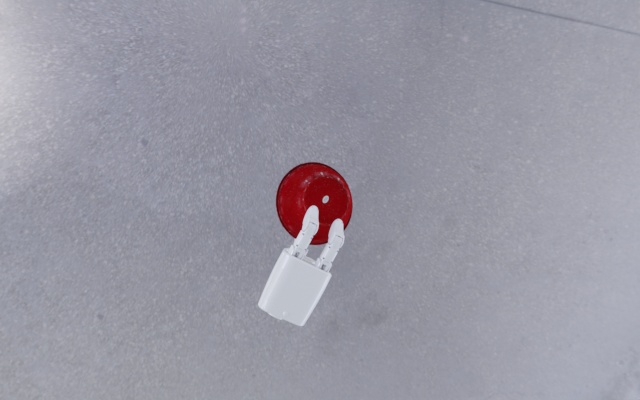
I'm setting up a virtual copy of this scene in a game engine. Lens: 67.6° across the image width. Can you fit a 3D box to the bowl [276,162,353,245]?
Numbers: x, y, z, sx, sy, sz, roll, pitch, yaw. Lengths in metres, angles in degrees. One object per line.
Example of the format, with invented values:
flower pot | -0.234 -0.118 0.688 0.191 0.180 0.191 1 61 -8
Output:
bowl | 0.001 0.002 0.900 0.162 0.162 0.055 0 -6 -24
